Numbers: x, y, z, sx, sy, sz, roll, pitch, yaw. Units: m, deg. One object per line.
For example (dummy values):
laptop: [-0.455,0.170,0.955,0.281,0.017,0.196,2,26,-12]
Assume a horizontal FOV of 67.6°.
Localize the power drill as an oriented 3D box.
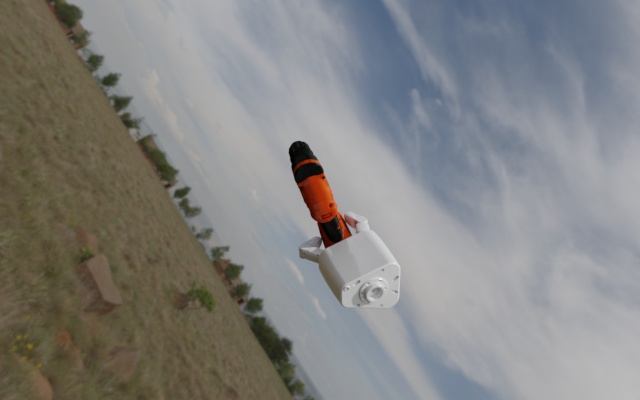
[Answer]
power drill: [0.000,0.003,0.862,0.057,0.184,0.188,-23,-42,3]
